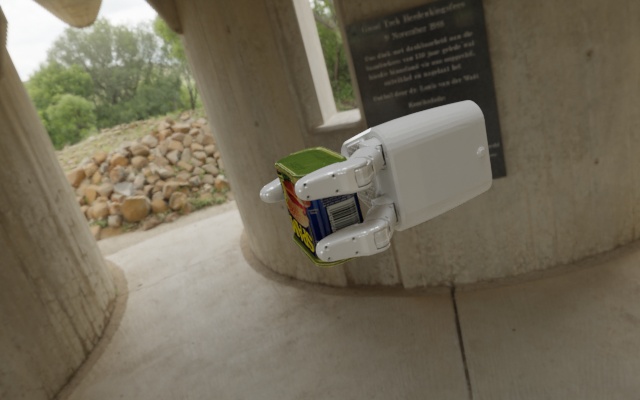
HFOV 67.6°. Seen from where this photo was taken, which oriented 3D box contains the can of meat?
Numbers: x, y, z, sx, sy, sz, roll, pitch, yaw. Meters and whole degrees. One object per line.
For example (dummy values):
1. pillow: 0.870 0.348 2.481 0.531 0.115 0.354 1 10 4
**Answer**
1. can of meat: 0.000 0.001 0.441 0.057 0.084 0.102 -19 19 -14
